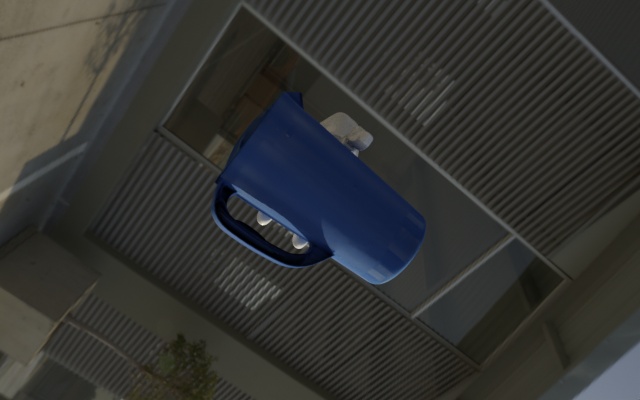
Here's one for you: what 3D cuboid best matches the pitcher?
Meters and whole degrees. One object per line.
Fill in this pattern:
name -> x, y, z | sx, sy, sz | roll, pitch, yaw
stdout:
pitcher -> 0.000, 0.002, 0.573 | 0.243, 0.149, 0.145 | 37, 24, -12
